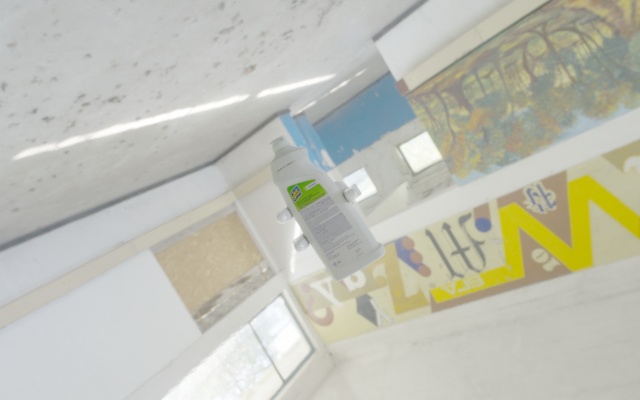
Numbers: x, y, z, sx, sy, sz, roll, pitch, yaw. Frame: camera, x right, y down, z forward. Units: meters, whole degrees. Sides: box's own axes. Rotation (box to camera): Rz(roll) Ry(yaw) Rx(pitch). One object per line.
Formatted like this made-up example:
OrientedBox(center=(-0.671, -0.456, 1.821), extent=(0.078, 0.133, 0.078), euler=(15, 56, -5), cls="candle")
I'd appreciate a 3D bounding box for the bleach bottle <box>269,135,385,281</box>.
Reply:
OrientedBox(center=(0.000, 0.003, 0.788), extent=(0.102, 0.251, 0.068), euler=(-31, 2, 4), cls="bleach bottle")
